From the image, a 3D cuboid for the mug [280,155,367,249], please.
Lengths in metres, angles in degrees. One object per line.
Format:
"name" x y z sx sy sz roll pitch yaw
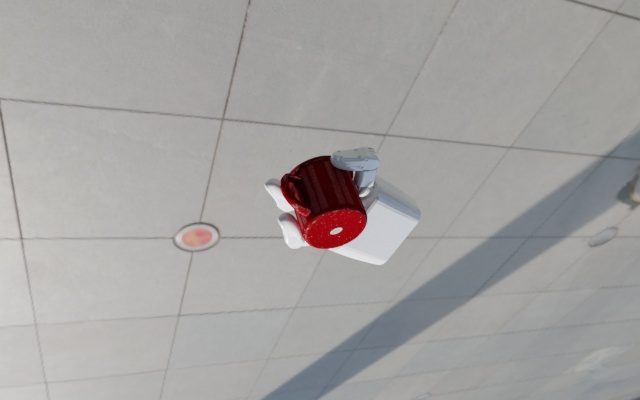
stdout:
"mug" -0.001 0.002 0.579 0.117 0.081 0.093 24 -55 -42
